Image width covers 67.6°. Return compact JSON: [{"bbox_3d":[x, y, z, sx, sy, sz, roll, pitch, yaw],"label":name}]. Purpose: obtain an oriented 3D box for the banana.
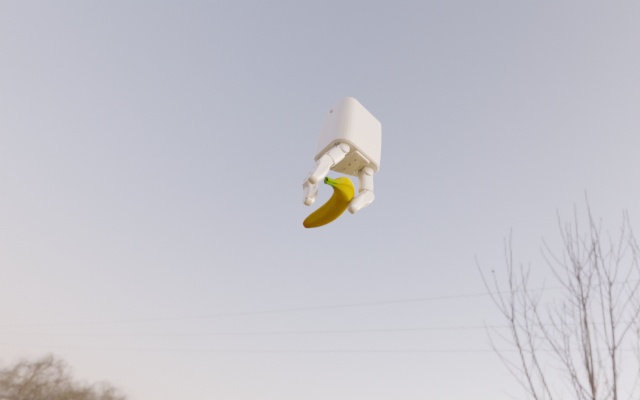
[{"bbox_3d":[0.019,0.004,0.860,0.069,0.037,0.198,8,-29,-10],"label":"banana"}]
